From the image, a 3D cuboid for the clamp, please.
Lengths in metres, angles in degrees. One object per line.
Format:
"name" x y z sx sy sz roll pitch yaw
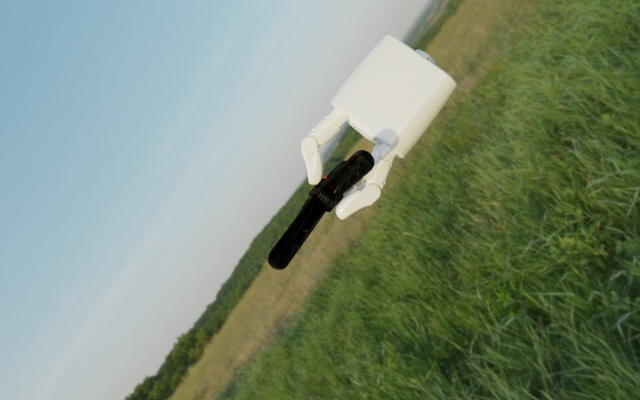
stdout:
"clamp" 0.000 0.001 0.597 0.036 0.164 0.210 41 6 -4
